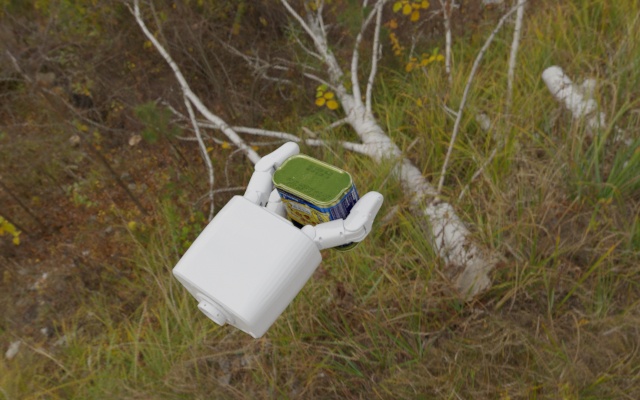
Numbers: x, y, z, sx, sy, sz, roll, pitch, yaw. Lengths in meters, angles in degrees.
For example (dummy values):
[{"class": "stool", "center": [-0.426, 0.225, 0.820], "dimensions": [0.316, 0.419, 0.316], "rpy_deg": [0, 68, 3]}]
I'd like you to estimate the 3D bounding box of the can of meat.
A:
[{"class": "can of meat", "center": [0.000, 0.002, 0.545], "dimensions": [0.102, 0.057, 0.084], "rpy_deg": [24, -28, 35]}]
